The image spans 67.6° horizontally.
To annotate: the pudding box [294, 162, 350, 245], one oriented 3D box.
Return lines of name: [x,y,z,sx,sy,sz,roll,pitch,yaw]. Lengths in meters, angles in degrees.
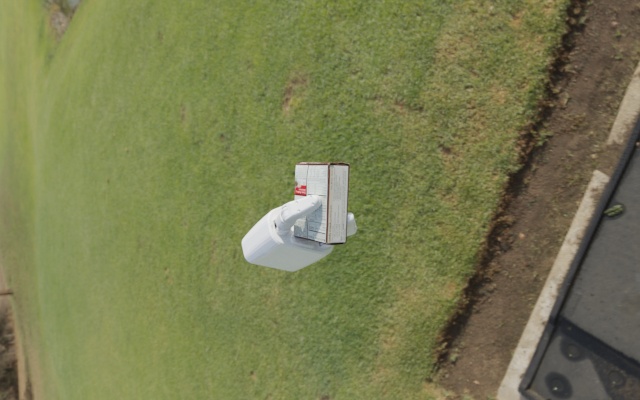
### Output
pudding box: [0.000,0.002,0.675,0.039,0.113,0.090,-2,5,-34]
